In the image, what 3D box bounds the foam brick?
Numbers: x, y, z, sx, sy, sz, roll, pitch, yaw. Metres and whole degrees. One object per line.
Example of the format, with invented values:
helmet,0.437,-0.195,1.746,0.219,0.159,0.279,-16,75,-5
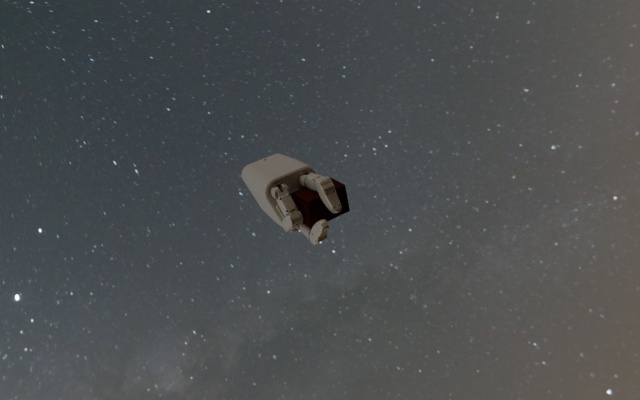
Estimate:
foam brick,0.000,0.003,0.791,0.078,0.053,0.051,-24,31,-25
